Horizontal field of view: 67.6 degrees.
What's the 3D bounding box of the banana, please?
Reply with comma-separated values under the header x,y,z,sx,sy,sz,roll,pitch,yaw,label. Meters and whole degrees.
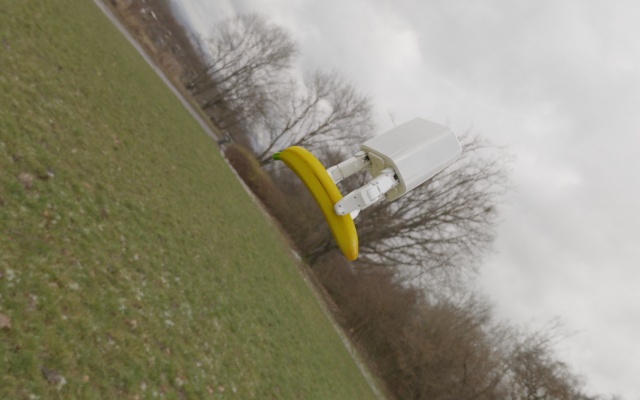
x,y,z,sx,sy,sz,roll,pitch,yaw,label
0.002,-0.007,0.671,0.037,0.197,0.070,-30,-13,-20,banana
